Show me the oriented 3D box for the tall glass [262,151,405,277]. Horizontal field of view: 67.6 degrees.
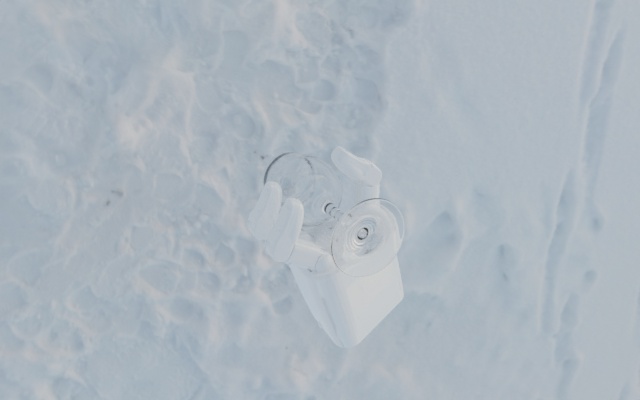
[{"bbox_3d":[0.000,0.002,0.498,0.079,0.079,0.201,0,19,-27],"label":"tall glass"}]
